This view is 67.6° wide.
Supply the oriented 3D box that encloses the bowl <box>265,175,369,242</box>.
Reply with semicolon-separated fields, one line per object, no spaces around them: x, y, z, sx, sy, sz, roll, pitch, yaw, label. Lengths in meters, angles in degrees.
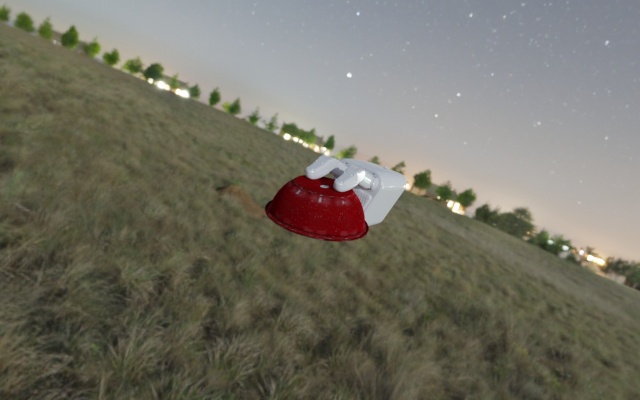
0.000;0.002;0.718;0.162;0.055;0.162;11;20;-4;bowl
